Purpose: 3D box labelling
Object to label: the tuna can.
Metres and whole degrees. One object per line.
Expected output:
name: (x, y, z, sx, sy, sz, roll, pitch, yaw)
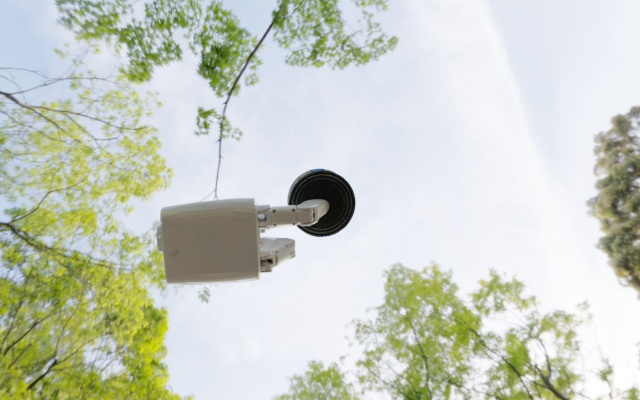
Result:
tuna can: (0.000, 0.002, 0.614, 0.086, 0.086, 0.033, 0, 11, -9)
